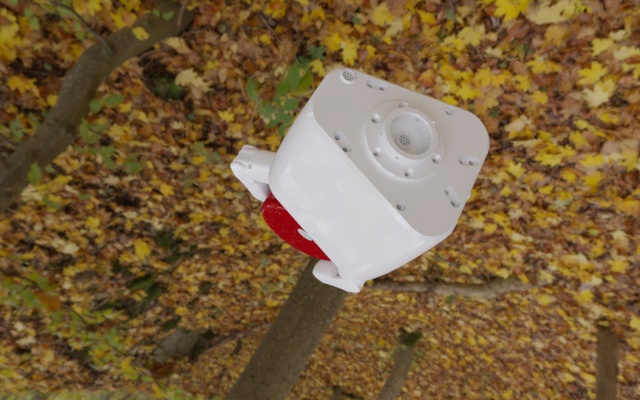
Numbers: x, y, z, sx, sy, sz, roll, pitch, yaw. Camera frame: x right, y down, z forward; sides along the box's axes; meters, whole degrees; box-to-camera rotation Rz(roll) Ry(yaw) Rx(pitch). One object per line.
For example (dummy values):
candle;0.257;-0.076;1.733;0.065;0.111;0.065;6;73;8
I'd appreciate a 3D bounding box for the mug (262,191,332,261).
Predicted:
mug;0.000;0.002;0.419;0.093;0.081;0.117;33;-25;-3
